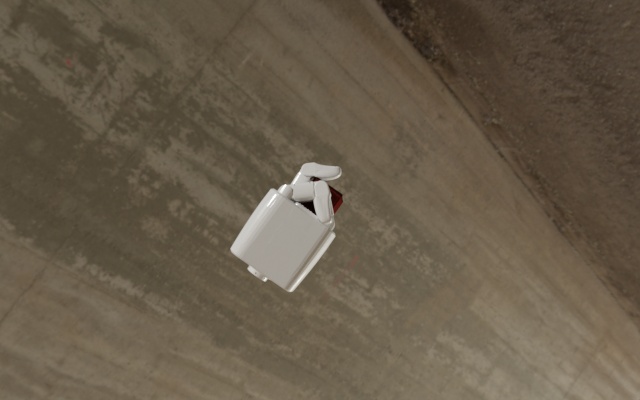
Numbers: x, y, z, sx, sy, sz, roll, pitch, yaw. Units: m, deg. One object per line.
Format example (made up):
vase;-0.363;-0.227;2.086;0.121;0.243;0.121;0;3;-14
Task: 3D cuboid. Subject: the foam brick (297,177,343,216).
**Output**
foam brick;0.000;0.002;0.749;0.053;0.051;0.078;35;-4;8
